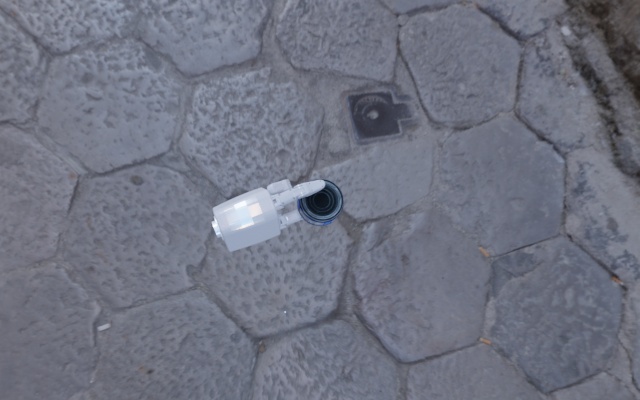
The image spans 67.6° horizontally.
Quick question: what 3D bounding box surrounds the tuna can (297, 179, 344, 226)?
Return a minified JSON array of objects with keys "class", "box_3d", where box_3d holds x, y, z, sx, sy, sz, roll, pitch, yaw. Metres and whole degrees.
[{"class":"tuna can","box_3d":[0.000,0.003,0.893,0.086,0.086,0.034,0,-15,-10]}]
